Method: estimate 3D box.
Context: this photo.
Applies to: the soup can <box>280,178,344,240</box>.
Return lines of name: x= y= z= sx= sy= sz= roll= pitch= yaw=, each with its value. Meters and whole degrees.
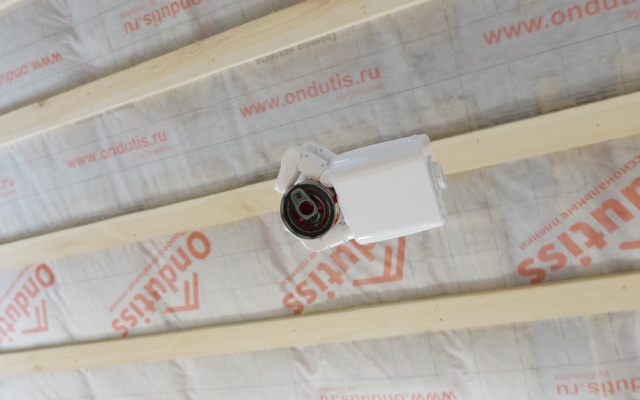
soup can: x=0.000 y=0.002 z=0.594 sx=0.068 sy=0.068 sz=0.102 roll=0 pitch=12 yaw=18
